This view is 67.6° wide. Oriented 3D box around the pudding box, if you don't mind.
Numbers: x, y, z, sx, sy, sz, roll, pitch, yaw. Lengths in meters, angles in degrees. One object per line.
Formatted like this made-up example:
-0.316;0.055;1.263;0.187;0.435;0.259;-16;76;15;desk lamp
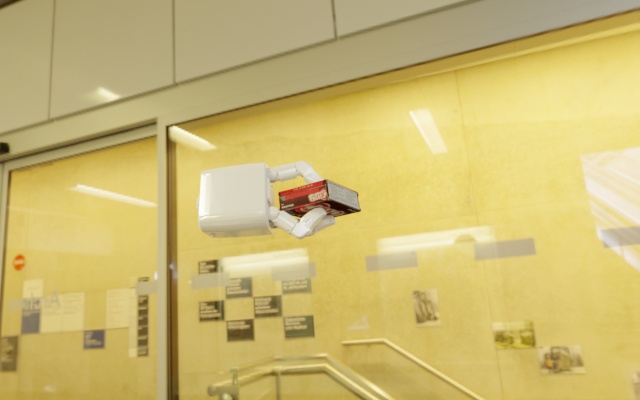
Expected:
0.000;0.002;0.762;0.090;0.039;0.113;-13;-14;28;pudding box
